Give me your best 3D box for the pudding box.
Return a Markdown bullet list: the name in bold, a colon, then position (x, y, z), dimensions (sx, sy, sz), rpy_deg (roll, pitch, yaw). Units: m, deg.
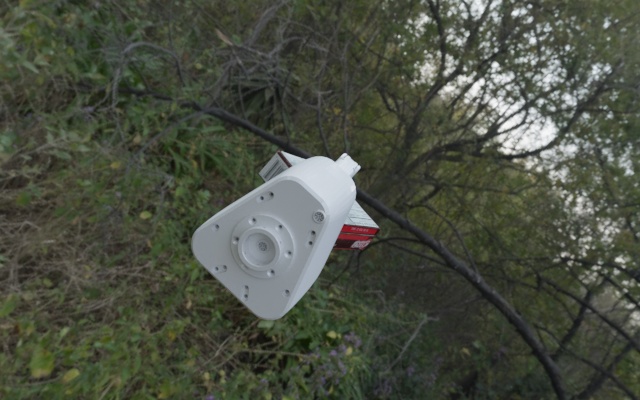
- **pudding box**: position (0.000, 0.002, 0.507), dimensions (0.090, 0.039, 0.113), rpy_deg (13, 34, -55)
